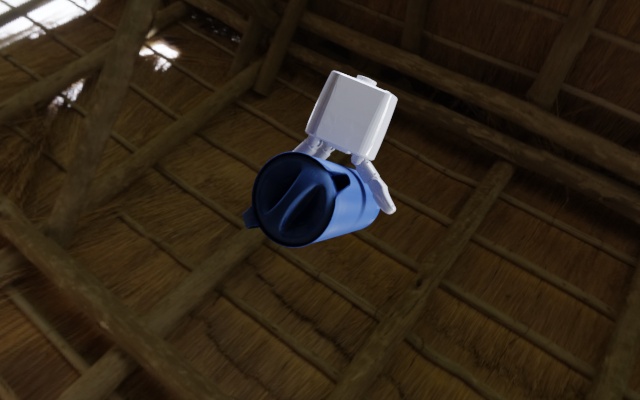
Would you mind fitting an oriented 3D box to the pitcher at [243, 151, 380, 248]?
[{"bbox_3d":[0.000,0.002,0.765,0.149,0.145,0.243,26,10,23],"label":"pitcher"}]
